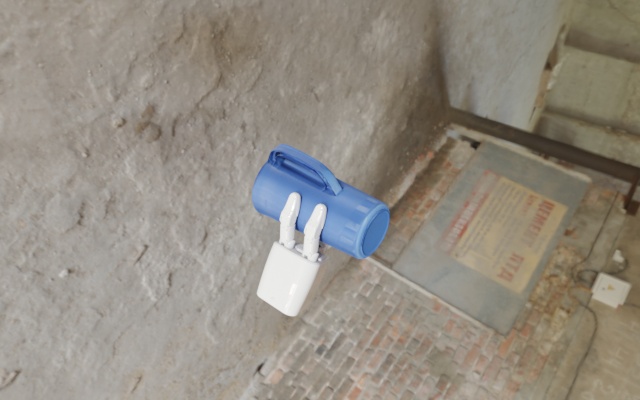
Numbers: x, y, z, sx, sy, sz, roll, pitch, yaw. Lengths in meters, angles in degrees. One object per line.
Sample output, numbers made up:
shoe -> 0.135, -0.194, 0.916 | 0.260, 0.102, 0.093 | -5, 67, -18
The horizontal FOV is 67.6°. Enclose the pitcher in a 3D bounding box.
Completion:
pitcher -> 0.000, 0.003, 0.877 | 0.242, 0.145, 0.149 | 26, 5, 29
